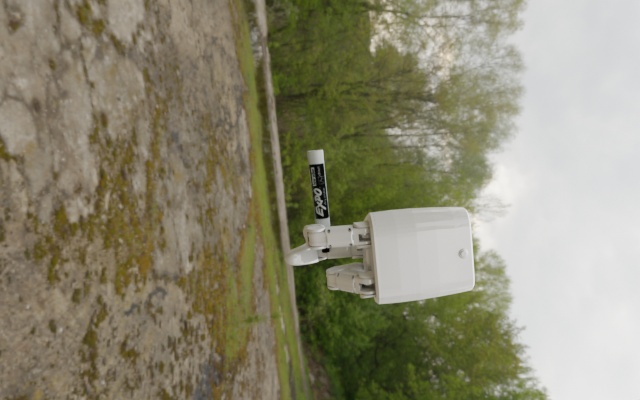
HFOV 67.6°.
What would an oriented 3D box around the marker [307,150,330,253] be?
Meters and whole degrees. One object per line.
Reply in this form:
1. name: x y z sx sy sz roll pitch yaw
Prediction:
1. marker: 0.000 0.002 0.557 0.020 0.121 0.020 -6 8 1
